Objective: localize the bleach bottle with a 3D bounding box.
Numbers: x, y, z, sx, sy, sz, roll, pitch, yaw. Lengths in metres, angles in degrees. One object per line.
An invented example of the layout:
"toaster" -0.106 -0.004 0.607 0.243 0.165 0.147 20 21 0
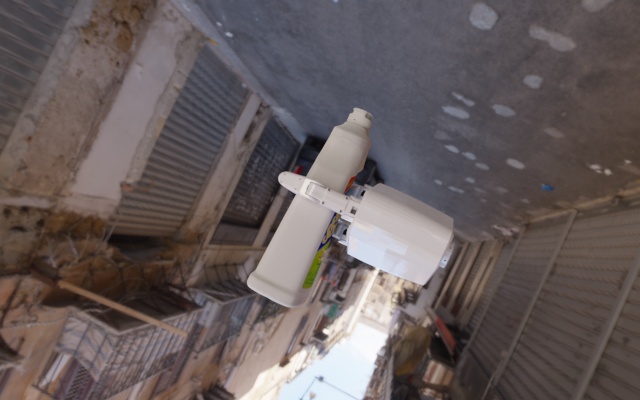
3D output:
"bleach bottle" 0.000 0.002 0.589 0.068 0.251 0.102 25 -2 12
